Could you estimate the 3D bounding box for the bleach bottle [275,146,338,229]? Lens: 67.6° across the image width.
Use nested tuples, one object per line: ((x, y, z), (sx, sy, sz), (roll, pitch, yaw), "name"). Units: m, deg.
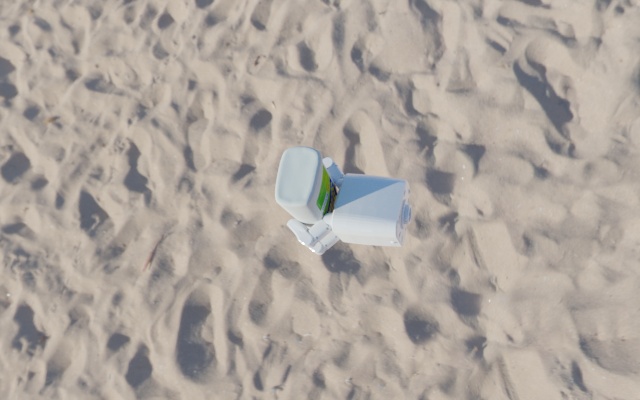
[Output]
((0.000, 0.003, 0.832), (0.068, 0.102, 0.251), (5, -16, 20), "bleach bottle")
